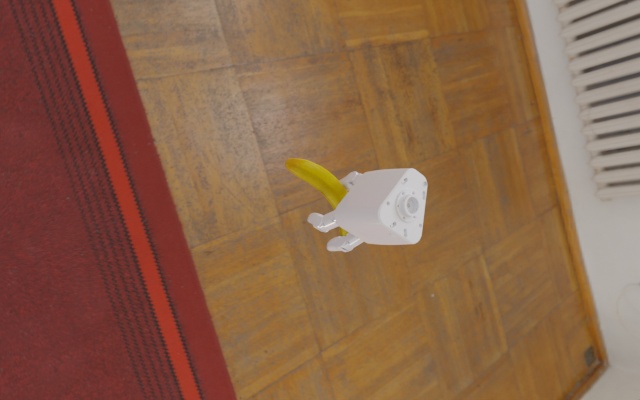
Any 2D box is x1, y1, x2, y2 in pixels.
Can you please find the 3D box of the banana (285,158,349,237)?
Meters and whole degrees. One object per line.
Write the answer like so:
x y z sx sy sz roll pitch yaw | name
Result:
0.015 -0.006 0.840 0.069 0.198 0.037 -41 20 -22 | banana
